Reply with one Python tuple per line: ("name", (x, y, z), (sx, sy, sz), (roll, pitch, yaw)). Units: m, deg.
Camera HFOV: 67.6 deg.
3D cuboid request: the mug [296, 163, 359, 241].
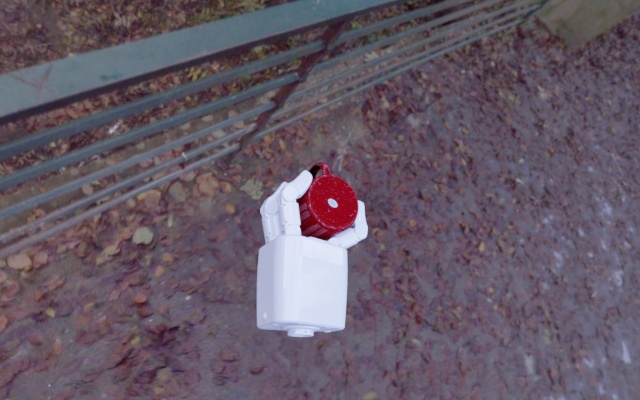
("mug", (0.000, 0.001, 0.677), (0.093, 0.117, 0.081), (9, -22, -26))
